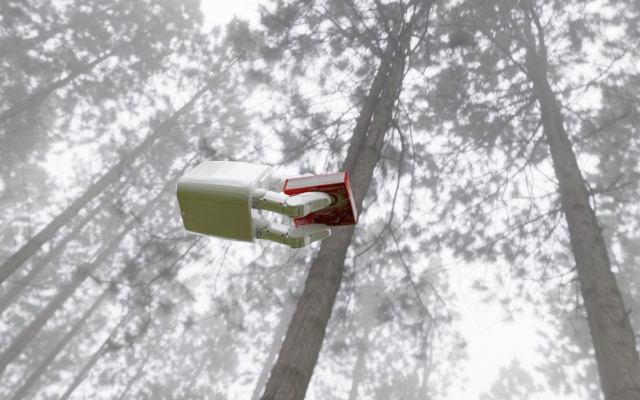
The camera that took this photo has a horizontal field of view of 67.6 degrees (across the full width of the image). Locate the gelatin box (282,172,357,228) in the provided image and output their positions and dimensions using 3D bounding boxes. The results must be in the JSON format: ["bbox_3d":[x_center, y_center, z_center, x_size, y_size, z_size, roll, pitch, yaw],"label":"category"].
[{"bbox_3d":[0.000,0.002,0.657,0.089,0.073,0.030,-7,36,13],"label":"gelatin box"}]
